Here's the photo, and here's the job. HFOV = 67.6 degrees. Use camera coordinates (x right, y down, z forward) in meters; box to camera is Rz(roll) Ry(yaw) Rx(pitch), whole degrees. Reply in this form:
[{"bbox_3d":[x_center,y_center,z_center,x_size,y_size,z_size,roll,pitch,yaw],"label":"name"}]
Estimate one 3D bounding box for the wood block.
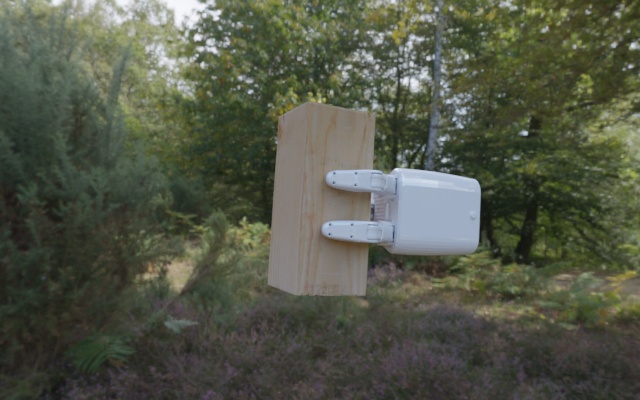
[{"bbox_3d":[0.000,0.002,0.559,0.090,0.206,0.091,5,-4,-25],"label":"wood block"}]
